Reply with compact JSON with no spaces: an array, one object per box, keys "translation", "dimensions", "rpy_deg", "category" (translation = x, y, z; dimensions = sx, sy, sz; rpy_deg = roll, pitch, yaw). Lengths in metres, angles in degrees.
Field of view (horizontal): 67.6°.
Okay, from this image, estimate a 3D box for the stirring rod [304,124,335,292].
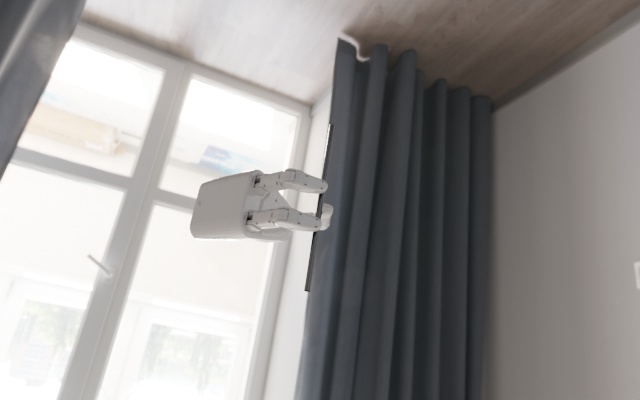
[{"translation":[0.000,0.002,0.635],"dimensions":[0.011,0.239,0.011],"rpy_deg":[7,-23,3],"category":"stirring rod"}]
